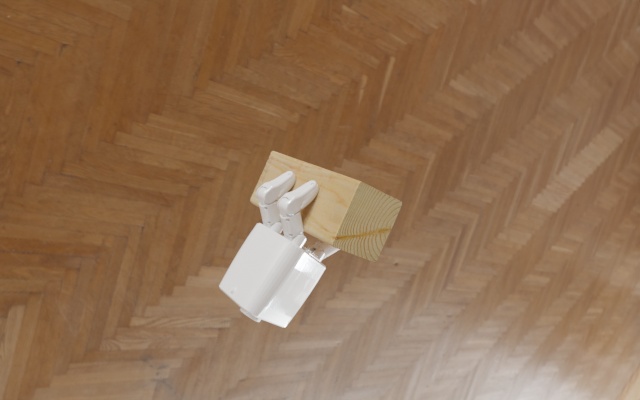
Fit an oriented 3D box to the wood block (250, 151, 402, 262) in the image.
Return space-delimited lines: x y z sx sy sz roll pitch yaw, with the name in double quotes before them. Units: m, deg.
"wood block" 0.000 0.003 0.683 0.091 0.090 0.206 24 0 -41
